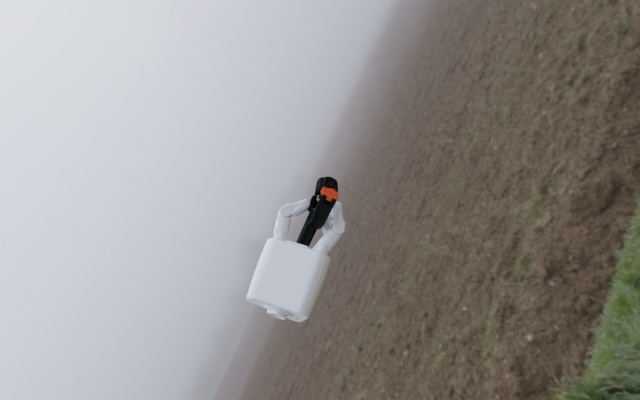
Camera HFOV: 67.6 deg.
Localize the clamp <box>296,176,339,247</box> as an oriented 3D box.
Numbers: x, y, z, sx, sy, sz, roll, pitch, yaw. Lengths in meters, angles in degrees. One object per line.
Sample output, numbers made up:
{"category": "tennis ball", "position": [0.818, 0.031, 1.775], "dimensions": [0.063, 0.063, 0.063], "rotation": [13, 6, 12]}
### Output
{"category": "clamp", "position": [-0.001, 0.003, 0.857], "dimensions": [0.036, 0.164, 0.210], "rotation": [19, -22, -5]}
